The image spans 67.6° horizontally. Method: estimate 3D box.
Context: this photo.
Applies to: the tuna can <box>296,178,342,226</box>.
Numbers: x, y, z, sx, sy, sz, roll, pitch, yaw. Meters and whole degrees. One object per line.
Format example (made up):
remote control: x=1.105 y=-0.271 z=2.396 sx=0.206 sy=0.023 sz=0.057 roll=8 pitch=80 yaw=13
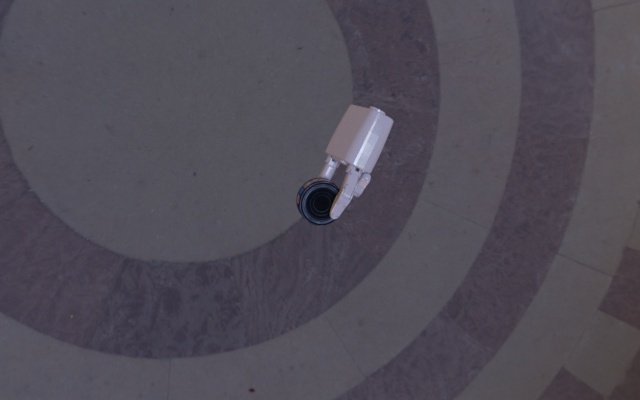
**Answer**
tuna can: x=0.000 y=0.003 z=0.875 sx=0.086 sy=0.086 sz=0.033 roll=0 pitch=14 yaw=-12
